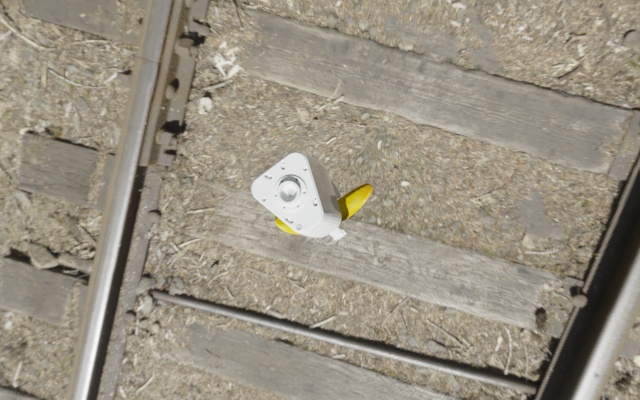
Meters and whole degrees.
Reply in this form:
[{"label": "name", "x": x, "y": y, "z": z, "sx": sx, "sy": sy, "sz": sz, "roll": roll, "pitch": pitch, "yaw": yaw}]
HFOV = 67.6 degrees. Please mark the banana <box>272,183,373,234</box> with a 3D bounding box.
[{"label": "banana", "x": -0.001, "y": 0.021, "z": 0.838, "sx": 0.198, "sy": 0.069, "sz": 0.037, "roll": -13, "pitch": -24, "yaw": 16}]
